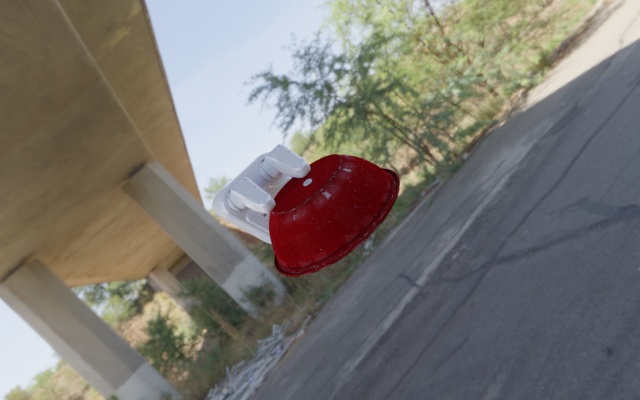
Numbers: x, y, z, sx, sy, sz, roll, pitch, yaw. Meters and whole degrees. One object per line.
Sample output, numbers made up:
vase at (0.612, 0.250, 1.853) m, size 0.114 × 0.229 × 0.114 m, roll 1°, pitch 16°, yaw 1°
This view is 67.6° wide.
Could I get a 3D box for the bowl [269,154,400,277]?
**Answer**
bowl at (0.001, 0.001, 0.497) m, size 0.162 × 0.055 × 0.162 m, roll -33°, pitch 22°, yaw 15°
